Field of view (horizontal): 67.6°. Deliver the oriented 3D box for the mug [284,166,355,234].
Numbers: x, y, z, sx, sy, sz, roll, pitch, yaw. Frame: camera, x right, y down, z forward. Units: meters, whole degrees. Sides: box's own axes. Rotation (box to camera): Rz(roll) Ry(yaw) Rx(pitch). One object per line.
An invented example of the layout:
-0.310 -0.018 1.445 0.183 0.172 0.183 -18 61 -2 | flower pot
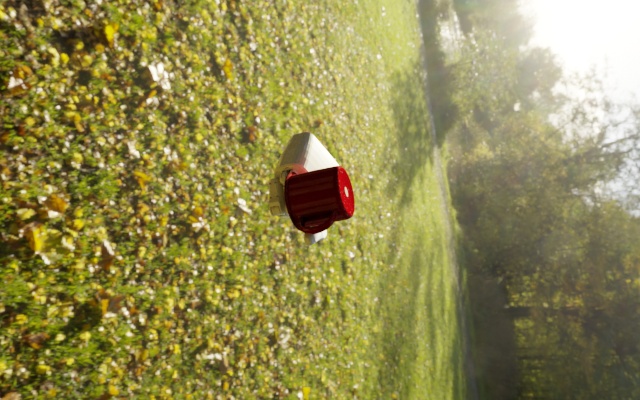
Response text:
0.000 0.003 0.708 0.081 0.093 0.117 -11 39 20 | mug
